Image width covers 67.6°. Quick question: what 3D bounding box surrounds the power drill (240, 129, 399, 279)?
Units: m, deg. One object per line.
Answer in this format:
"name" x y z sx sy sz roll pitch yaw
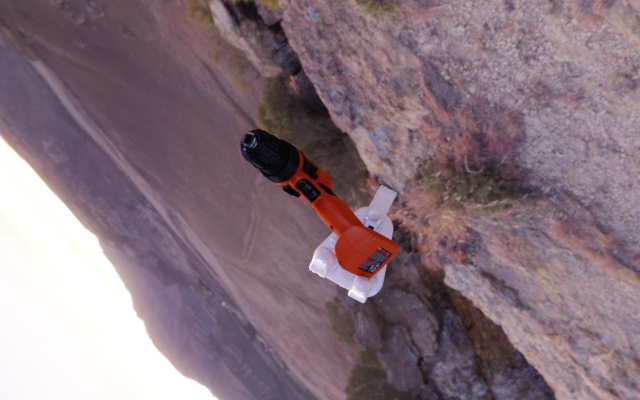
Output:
"power drill" 0.000 0.002 0.566 0.187 0.057 0.184 50 10 29
